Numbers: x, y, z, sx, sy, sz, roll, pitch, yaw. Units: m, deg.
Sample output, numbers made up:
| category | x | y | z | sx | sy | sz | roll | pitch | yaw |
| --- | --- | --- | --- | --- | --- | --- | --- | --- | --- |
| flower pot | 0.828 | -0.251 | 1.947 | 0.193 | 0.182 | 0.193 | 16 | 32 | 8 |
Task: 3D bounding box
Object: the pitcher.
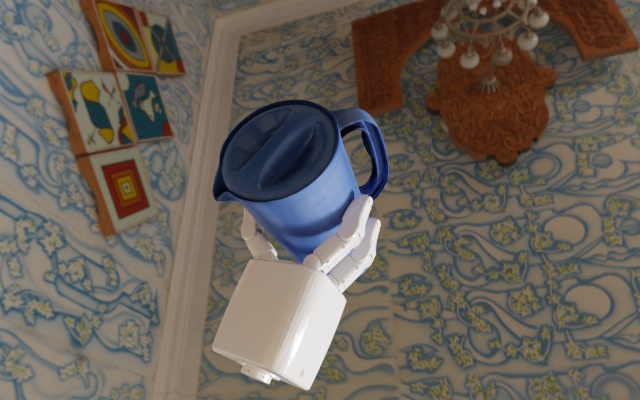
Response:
| category | x | y | z | sx | sy | sz | roll | pitch | yaw |
| --- | --- | --- | --- | --- | --- | --- | --- | --- | --- |
| pitcher | 0.000 | 0.002 | 0.574 | 0.149 | 0.145 | 0.243 | 9 | -28 | 27 |
